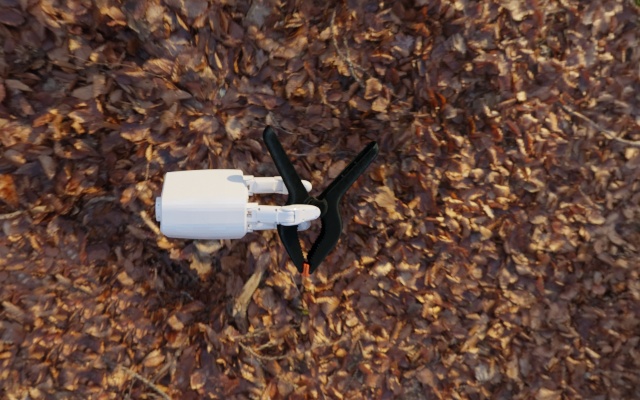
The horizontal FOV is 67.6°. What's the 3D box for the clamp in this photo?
[{"bbox_3d":[0.000,0.003,0.669,0.164,0.210,0.036,-1,10,-13],"label":"clamp"}]
